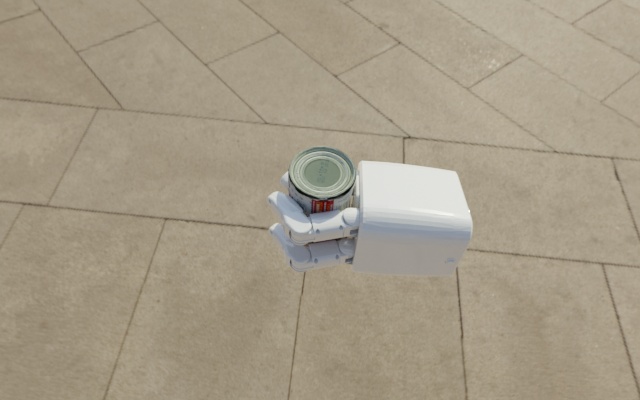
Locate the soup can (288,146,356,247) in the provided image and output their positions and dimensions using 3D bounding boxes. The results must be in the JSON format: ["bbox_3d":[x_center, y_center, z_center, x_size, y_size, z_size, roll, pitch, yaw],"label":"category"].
[{"bbox_3d":[0.000,0.001,0.496,0.068,0.068,0.102,0,-36,-3],"label":"soup can"}]
